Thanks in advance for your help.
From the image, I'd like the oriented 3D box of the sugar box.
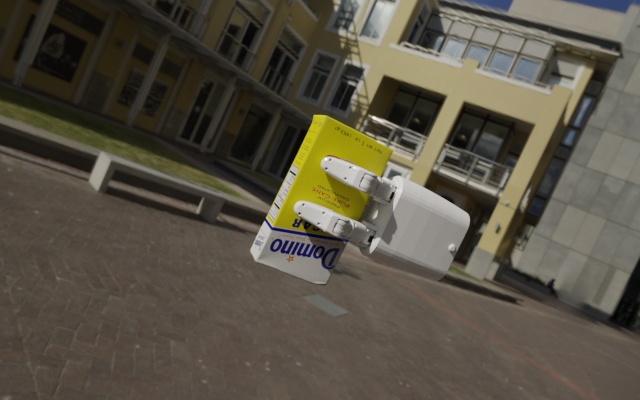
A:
[{"bbox_3d":[0.000,0.002,0.540,0.093,0.176,0.048,23,3,-21],"label":"sugar box"}]
